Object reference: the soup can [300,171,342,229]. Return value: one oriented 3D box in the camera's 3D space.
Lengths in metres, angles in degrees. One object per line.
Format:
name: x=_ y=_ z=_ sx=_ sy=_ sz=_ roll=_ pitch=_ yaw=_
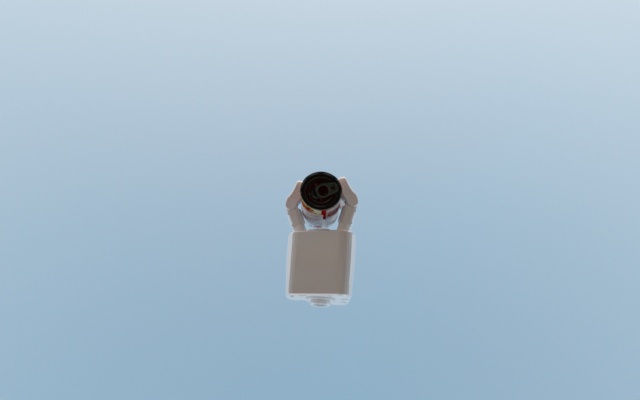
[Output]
soup can: x=0.000 y=0.002 z=0.810 sx=0.068 sy=0.068 sz=0.102 roll=0 pitch=-22 yaw=-1
